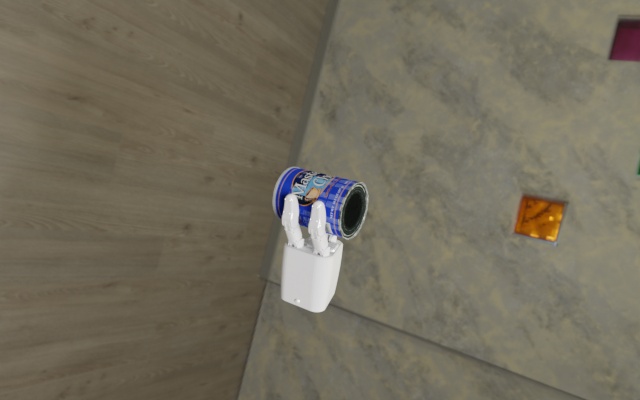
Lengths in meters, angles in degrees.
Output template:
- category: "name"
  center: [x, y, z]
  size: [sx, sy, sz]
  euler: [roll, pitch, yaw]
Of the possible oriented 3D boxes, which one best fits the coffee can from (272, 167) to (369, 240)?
- category: "coffee can"
  center: [0.000, 0.003, 0.852]
  size: [0.140, 0.103, 0.103]
  euler: [15, 7, 29]
